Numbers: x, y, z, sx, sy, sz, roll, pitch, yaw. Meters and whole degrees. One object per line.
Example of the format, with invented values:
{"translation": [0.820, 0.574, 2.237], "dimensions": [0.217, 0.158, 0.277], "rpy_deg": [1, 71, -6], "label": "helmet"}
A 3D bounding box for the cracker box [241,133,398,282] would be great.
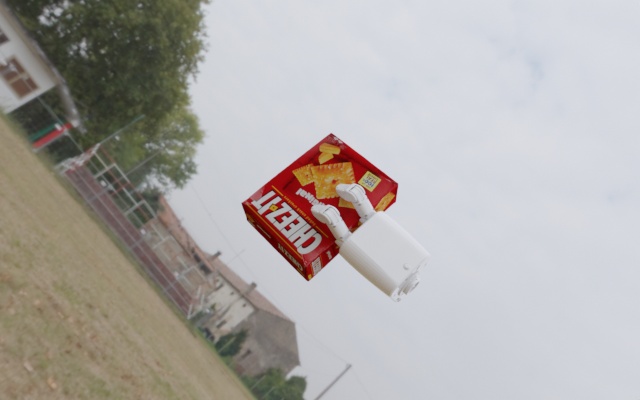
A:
{"translation": [0.000, 0.003, 0.812], "dimensions": [0.164, 0.213, 0.072], "rpy_deg": [42, -20, 24], "label": "cracker box"}
